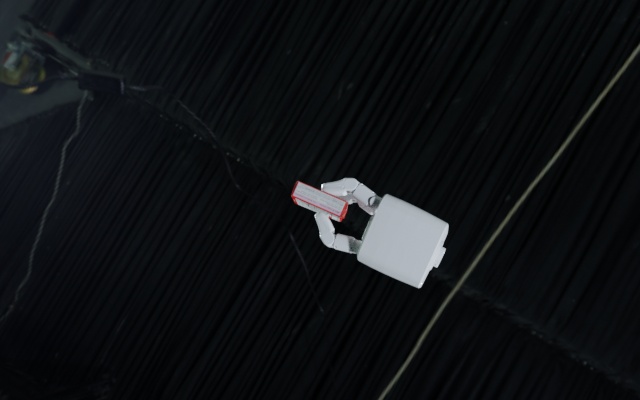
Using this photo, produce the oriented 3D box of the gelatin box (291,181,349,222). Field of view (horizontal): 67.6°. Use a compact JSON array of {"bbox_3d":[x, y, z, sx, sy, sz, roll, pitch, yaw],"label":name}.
[{"bbox_3d":[0.000,0.003,0.773,0.089,0.030,0.073,22,-7,5],"label":"gelatin box"}]
